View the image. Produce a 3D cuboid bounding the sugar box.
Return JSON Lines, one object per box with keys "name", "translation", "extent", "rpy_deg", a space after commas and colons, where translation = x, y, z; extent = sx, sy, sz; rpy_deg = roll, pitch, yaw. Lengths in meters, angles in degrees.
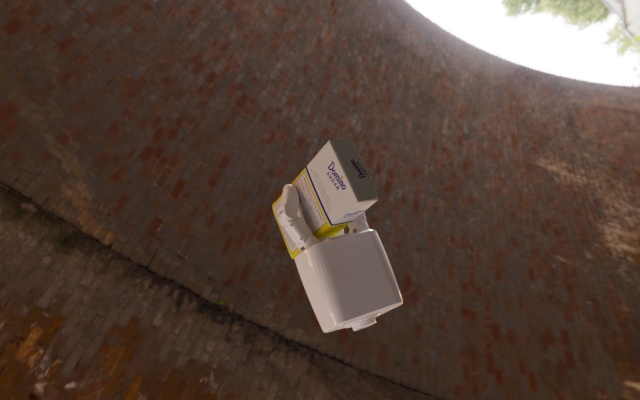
{"name": "sugar box", "translation": [0.001, 0.002, 0.655], "extent": [0.048, 0.093, 0.176], "rpy_deg": [-8, -23, -40]}
